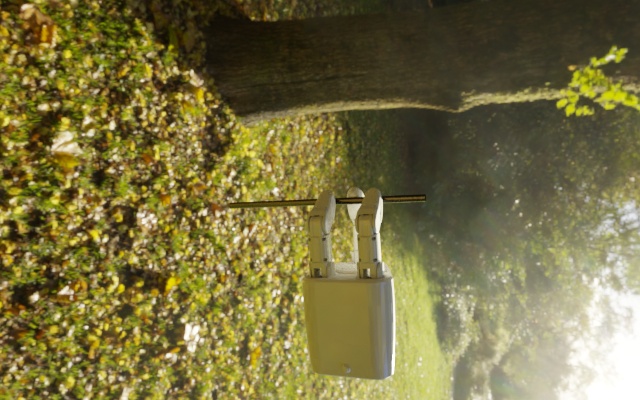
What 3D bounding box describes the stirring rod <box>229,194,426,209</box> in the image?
[{"bbox_3d":[0.000,0.002,0.555,0.239,0.011,0.011,-2,-1,21],"label":"stirring rod"}]
